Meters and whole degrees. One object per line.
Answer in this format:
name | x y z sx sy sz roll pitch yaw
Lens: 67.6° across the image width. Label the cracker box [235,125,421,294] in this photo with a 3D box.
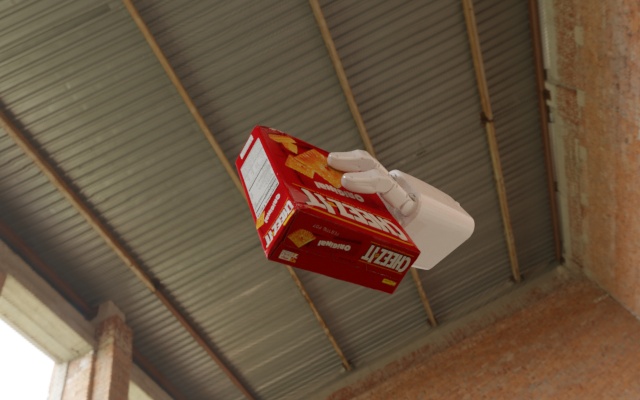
cracker box | 0.000 0.002 0.571 0.164 0.072 0.213 20 22 -29
